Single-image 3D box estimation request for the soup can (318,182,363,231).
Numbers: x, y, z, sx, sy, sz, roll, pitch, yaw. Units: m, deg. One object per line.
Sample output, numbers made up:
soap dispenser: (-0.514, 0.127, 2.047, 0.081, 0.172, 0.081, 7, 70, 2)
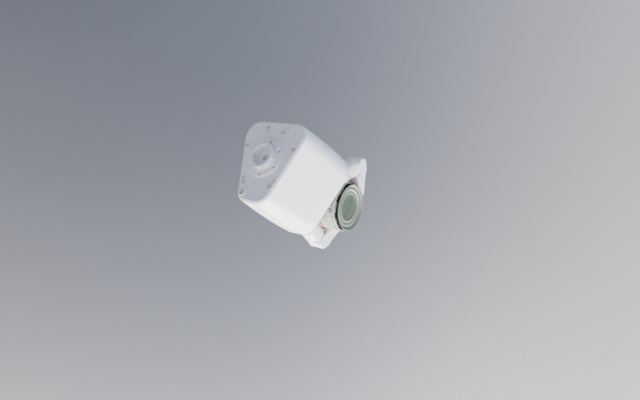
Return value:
soup can: (0.001, 0.003, 0.669, 0.102, 0.068, 0.068, 10, 6, 34)
